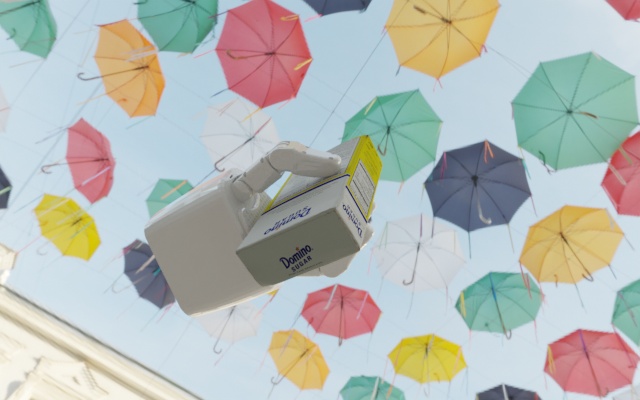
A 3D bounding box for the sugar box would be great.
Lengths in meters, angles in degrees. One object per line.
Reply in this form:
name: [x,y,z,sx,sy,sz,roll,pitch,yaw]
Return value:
sugar box: [0.000,0.002,0.428,0.093,0.048,0.176,-24,20,23]
